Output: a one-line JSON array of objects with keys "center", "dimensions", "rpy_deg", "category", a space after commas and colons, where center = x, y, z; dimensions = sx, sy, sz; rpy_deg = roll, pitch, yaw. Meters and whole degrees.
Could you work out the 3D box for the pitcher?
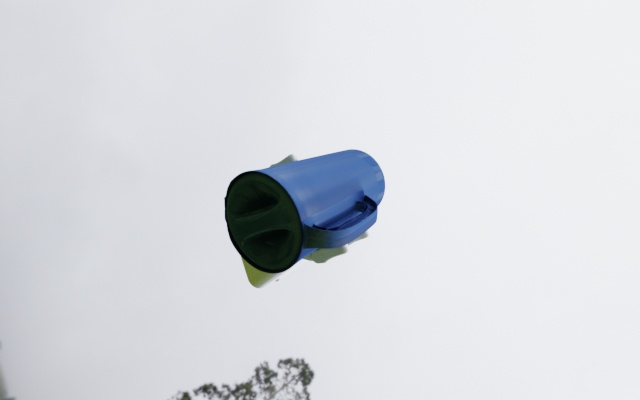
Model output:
[{"center": [0.000, 0.002, 0.674], "dimensions": [0.243, 0.149, 0.145], "rpy_deg": [-24, -14, -50], "category": "pitcher"}]
